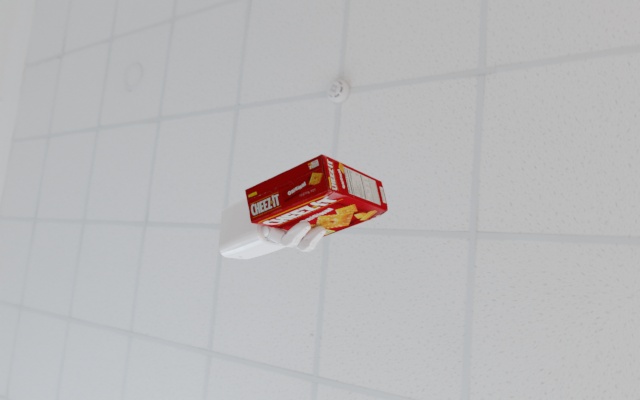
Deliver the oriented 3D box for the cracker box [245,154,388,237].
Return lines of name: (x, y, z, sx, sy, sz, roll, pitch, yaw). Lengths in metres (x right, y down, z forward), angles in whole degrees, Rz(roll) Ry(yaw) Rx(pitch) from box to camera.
cracker box: (0.000, 0.003, 0.851, 0.164, 0.072, 0.214, -23, -21, 28)
